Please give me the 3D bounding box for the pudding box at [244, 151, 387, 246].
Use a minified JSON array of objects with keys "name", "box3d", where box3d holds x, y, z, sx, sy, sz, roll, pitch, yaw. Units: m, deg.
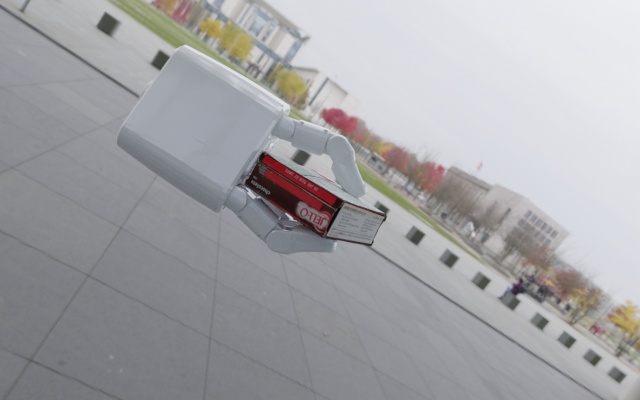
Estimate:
[{"name":"pudding box","box3d":[0.000,0.001,0.428,0.090,0.039,0.113,33,9,26]}]
